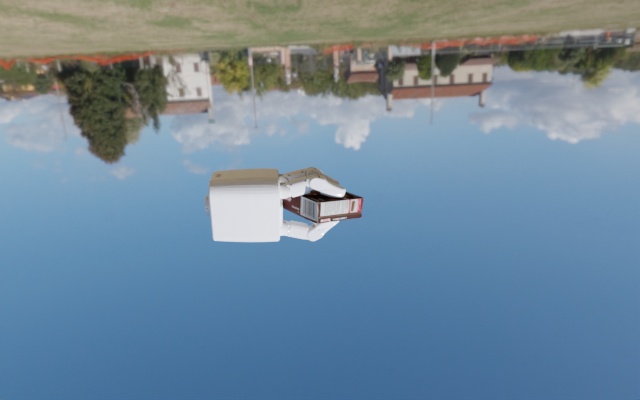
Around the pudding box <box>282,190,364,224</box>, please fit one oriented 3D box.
[{"bbox_3d":[0.000,0.003,0.775,0.090,0.039,0.113,-7,19,-34],"label":"pudding box"}]
